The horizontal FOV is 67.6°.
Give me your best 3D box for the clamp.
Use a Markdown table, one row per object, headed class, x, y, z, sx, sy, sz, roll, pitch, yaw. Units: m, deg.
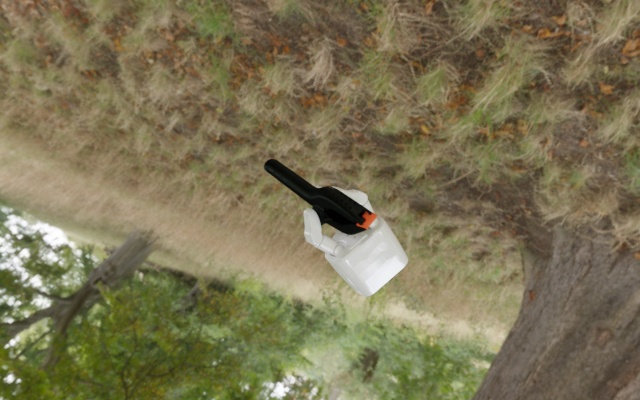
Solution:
| class | x | y | z | sx | sy | sz | roll | pitch | yaw |
| --- | --- | --- | --- | --- | --- | --- | --- | --- | --- |
| clamp | 0.000 | 0.003 | 0.763 | 0.210 | 0.036 | 0.165 | 11 | -35 | 53 |
